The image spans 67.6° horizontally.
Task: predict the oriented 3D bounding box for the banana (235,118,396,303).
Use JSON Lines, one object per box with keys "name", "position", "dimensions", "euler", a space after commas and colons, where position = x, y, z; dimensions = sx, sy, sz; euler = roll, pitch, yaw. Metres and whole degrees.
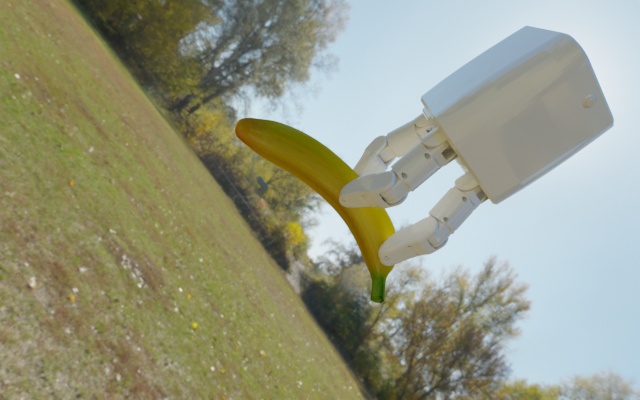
{"name": "banana", "position": [0.011, -0.006, 0.418], "dimensions": [0.037, 0.198, 0.069], "euler": [-34, 10, 41]}
